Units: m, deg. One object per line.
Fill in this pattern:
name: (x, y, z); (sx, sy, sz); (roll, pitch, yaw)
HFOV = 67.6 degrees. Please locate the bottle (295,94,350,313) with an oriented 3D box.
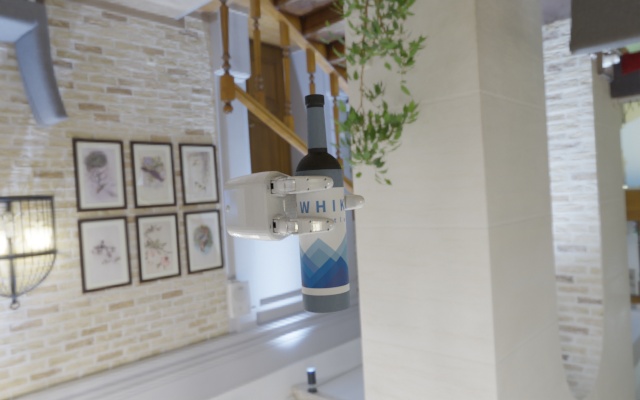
bottle: (0.000, 0.002, 0.663); (0.069, 0.295, 0.069); (-3, 1, 0)
